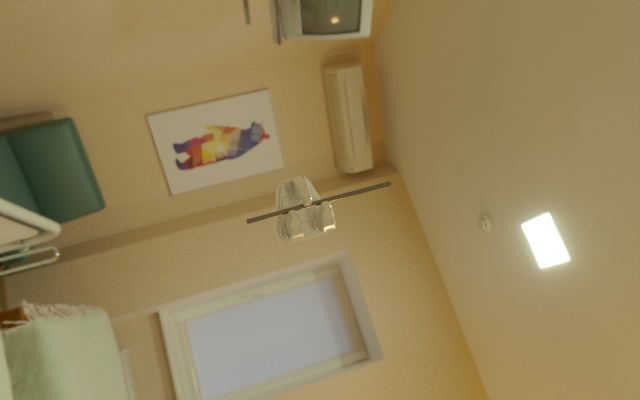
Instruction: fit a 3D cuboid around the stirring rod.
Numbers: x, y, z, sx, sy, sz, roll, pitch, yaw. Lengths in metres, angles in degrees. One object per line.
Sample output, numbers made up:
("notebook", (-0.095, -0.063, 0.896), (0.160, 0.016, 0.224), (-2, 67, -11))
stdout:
("stirring rod", (0.000, 0.002, 0.759), (0.239, 0.011, 0.011), (-15, 3, -11))
